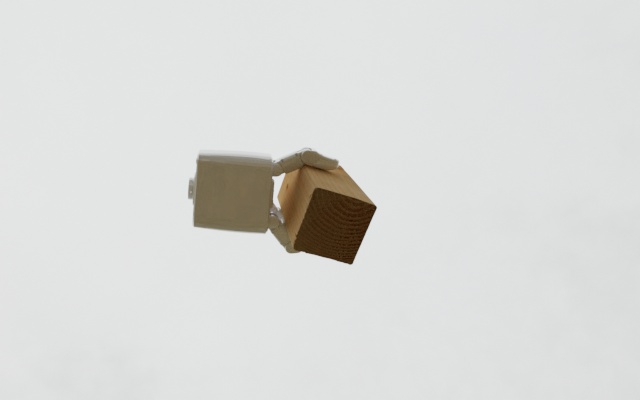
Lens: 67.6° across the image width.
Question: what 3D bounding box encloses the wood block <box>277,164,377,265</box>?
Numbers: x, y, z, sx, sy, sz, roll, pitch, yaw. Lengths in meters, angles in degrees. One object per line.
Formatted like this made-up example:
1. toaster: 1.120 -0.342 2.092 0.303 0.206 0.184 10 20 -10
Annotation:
1. wood block: 0.000 0.002 0.709 0.090 0.091 0.206 17 15 -16
